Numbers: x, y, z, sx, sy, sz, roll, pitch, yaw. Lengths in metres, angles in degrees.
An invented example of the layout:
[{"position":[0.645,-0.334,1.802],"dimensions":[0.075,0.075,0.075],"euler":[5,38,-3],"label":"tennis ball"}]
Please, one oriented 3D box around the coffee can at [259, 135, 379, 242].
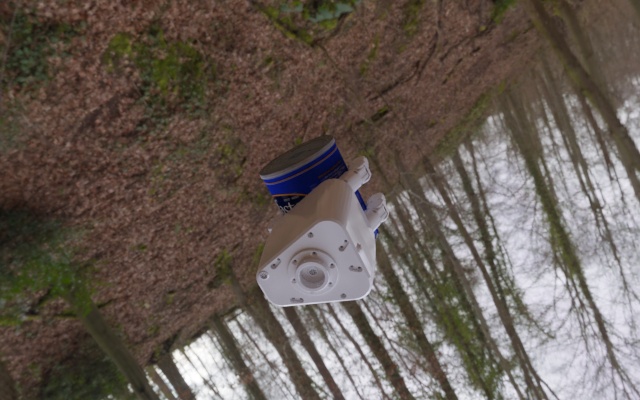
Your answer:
[{"position":[0.000,0.002,0.609],"dimensions":[0.103,0.140,0.102],"euler":[-25,17,8],"label":"coffee can"}]
